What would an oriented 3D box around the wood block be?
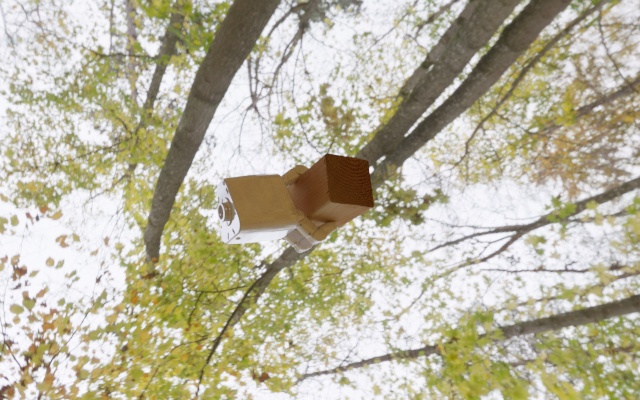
[{"bbox_3d":[0.000,0.003,0.874,0.090,0.090,0.206,7,-24,-29],"label":"wood block"}]
